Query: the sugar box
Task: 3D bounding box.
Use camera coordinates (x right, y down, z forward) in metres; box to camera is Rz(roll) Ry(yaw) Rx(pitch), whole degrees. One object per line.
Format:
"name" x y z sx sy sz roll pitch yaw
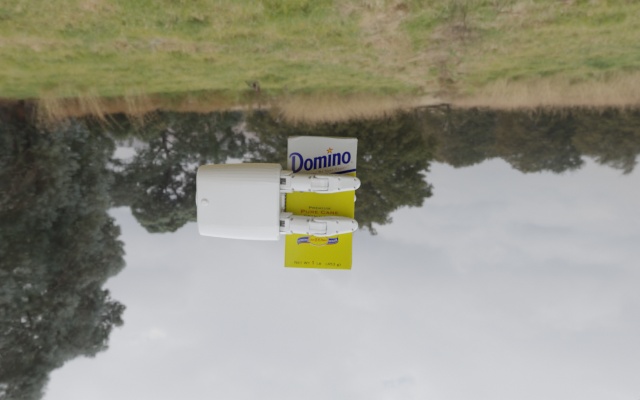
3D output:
"sugar box" 0.000 0.002 0.643 0.093 0.176 0.048 1 8 1
